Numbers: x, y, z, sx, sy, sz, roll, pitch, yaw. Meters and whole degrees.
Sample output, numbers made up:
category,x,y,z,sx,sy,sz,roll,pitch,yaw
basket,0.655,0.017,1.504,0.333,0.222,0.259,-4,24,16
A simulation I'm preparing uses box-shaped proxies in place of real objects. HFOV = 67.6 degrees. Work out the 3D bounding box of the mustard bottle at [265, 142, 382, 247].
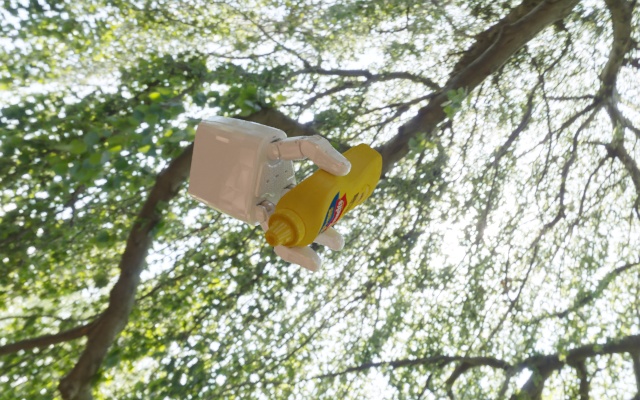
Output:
category,x,y,z,sx,sy,sz,roll,pitch,yaw
mustard bottle,0.001,0.002,0.556,0.058,0.096,0.191,39,40,13
